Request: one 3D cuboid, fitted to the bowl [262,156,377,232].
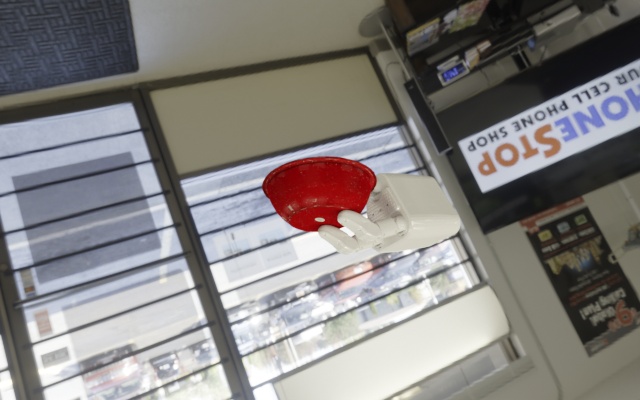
[{"bbox_3d":[-0.001,0.002,0.661,0.162,0.055,0.162,-3,-25,-1],"label":"bowl"}]
